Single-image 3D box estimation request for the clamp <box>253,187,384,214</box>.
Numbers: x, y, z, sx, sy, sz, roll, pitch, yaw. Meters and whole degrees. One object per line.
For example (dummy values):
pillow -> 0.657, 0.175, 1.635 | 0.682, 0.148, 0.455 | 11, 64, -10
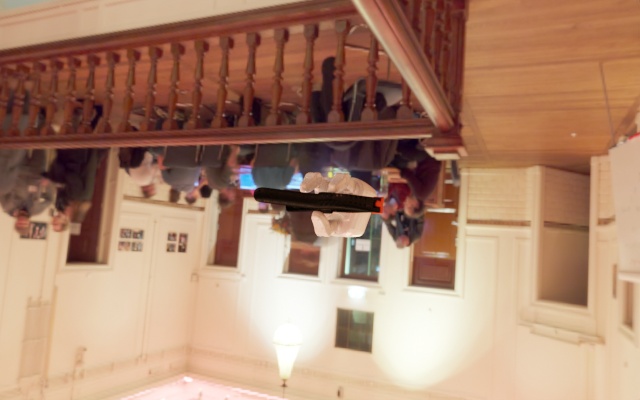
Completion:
clamp -> 0.001, 0.004, 0.816 | 0.210, 0.036, 0.164 | 2, -6, 23
